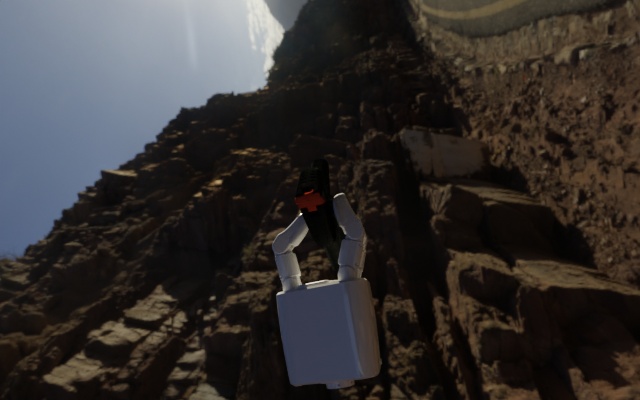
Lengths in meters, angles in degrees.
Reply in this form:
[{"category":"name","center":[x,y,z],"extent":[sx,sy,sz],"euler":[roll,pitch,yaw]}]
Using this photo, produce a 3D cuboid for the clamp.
[{"category":"clamp","center":[-0.001,0.002,0.597],"extent":[0.036,0.164,0.210],"euler":[-14,-14,6]}]
